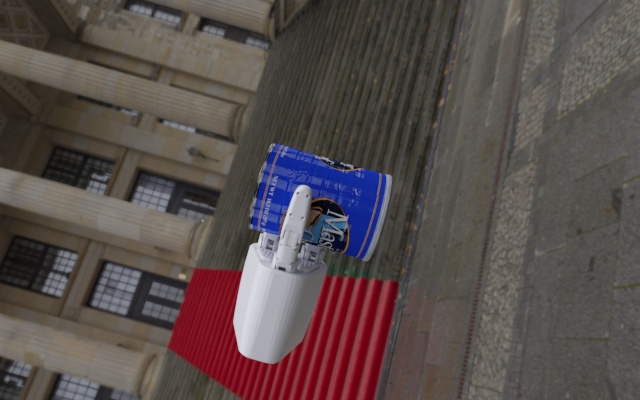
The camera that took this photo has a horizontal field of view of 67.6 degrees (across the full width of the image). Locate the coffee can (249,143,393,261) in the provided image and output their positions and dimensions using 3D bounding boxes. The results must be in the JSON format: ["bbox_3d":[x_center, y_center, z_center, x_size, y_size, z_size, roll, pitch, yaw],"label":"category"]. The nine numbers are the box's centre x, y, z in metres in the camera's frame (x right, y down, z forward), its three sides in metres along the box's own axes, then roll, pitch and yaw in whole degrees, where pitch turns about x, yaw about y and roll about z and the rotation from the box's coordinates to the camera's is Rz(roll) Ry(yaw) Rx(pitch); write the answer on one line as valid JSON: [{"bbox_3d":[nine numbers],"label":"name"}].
[{"bbox_3d":[0.000,0.002,0.548,0.140,0.103,0.103,16,0,0],"label":"coffee can"}]
